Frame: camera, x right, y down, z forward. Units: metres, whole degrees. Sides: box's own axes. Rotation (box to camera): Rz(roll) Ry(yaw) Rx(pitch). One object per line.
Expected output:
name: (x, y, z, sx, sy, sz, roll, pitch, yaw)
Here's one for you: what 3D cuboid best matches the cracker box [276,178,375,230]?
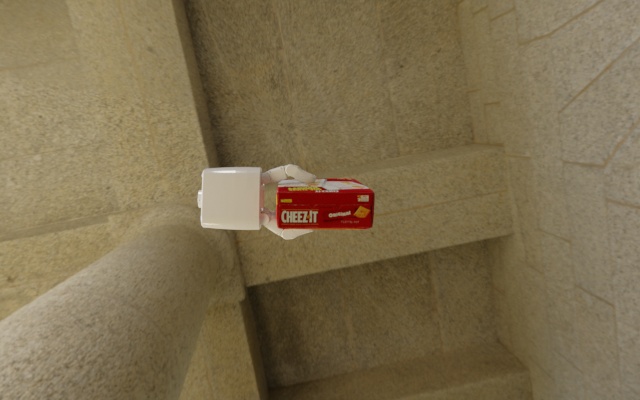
cracker box: (0.000, 0.003, 0.892, 0.164, 0.072, 0.213, -1, 9, -5)
